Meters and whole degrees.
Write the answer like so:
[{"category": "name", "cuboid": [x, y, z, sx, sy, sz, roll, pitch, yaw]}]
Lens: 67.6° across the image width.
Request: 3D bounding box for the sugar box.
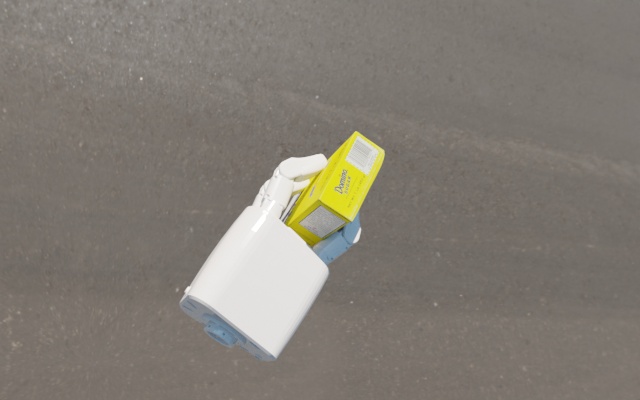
[{"category": "sugar box", "cuboid": [0.000, 0.002, 0.540, 0.048, 0.093, 0.176, 35, -29, -11]}]
